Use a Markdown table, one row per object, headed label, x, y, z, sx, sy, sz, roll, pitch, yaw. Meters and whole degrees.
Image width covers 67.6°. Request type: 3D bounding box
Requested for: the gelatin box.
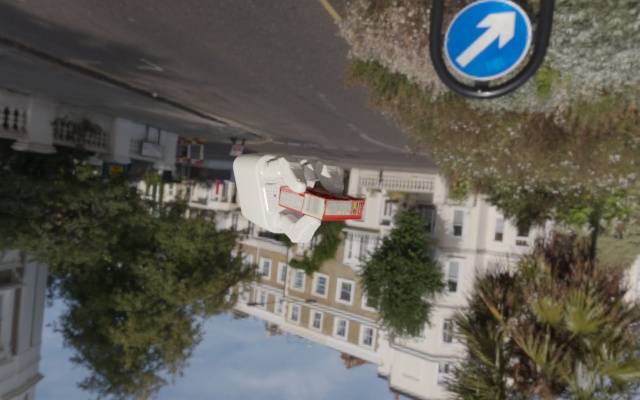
| label | x | y | z | sx | sy | sz | roll | pitch | yaw |
| --- | --- | --- | --- | --- | --- | --- | --- | --- | --- |
| gelatin box | 0.000 | 0.003 | 0.619 | 0.073 | 0.030 | 0.089 | 2 | 10 | -44 |
